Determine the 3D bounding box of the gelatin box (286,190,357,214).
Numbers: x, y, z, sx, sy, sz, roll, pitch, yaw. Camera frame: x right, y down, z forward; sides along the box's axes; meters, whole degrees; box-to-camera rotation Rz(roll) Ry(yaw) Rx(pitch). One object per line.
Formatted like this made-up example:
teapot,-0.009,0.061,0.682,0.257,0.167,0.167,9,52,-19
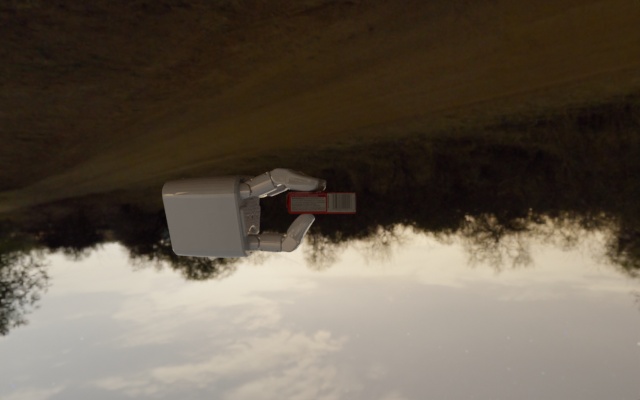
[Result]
gelatin box,0.000,0.003,0.636,0.089,0.030,0.073,0,0,-2
